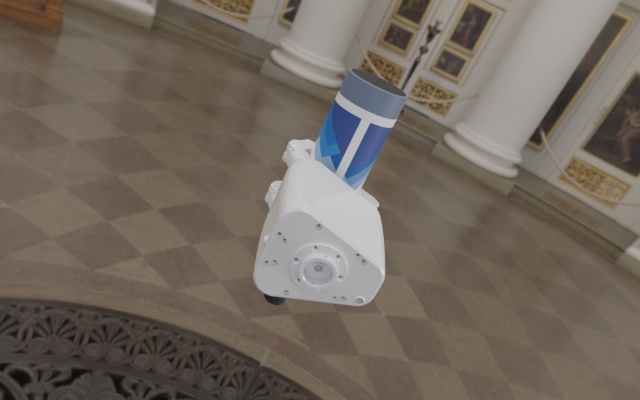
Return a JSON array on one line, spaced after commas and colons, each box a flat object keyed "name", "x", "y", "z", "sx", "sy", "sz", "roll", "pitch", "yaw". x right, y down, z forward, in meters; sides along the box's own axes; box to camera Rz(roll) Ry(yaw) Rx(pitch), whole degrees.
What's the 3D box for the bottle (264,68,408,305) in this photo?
[{"name": "bottle", "x": 0.000, "y": 0.002, "z": 0.542, "sx": 0.069, "sy": 0.296, "sz": 0.069, "roll": 21, "pitch": 24, "yaw": -10}]
